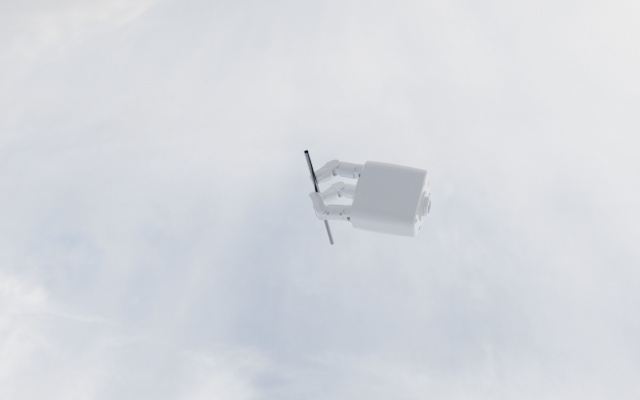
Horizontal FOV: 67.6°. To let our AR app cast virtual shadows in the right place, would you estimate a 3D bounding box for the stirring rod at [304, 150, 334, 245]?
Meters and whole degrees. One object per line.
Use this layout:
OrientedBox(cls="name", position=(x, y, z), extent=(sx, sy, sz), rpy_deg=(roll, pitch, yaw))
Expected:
OrientedBox(cls="stirring rod", position=(0.000, 0.003, 0.846), extent=(0.011, 0.011, 0.240), rpy_deg=(0, -42, 15))
